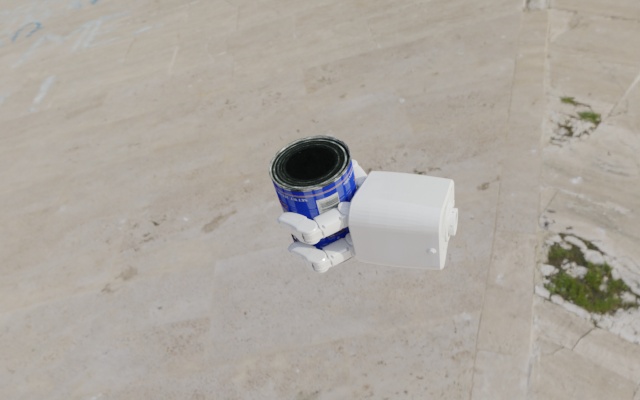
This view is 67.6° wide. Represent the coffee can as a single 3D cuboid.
[{"bbox_3d":[0.000,0.002,0.622,0.103,0.140,0.102,-8,43,8],"label":"coffee can"}]
